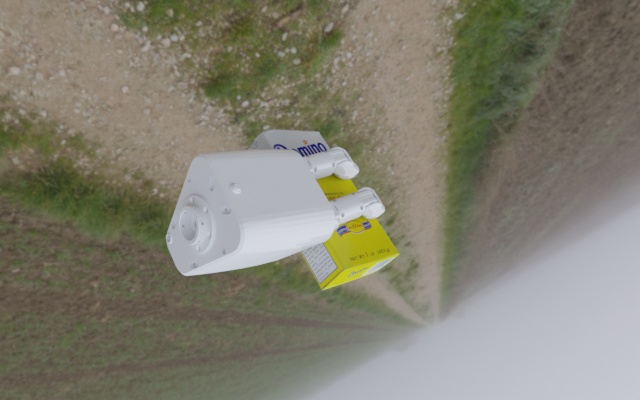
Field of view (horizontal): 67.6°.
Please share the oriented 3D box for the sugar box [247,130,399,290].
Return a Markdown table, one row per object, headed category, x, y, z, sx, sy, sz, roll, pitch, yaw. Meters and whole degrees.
| category | x | y | z | sx | sy | sz | roll | pitch | yaw |
| --- | --- | --- | --- | --- | --- | --- | --- | --- | --- |
| sugar box | 0.000 | 0.001 | 0.509 | 0.093 | 0.176 | 0.048 | -7 | -30 | -47 |
